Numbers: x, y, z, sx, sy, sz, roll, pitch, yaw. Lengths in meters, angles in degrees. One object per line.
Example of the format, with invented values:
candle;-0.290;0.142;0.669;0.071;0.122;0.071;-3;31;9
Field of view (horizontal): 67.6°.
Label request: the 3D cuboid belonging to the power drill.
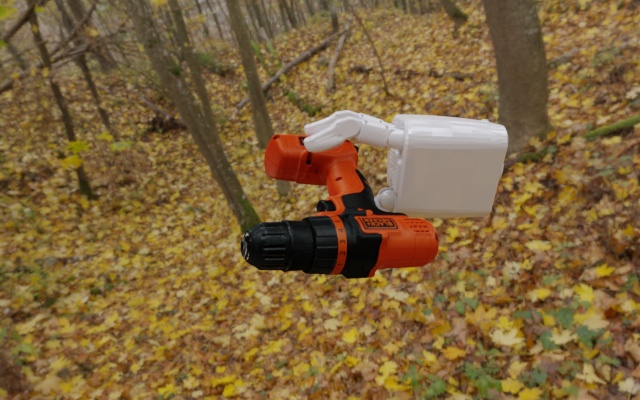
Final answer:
power drill;0.000;0.001;0.473;0.184;0.057;0.187;3;35;-24
